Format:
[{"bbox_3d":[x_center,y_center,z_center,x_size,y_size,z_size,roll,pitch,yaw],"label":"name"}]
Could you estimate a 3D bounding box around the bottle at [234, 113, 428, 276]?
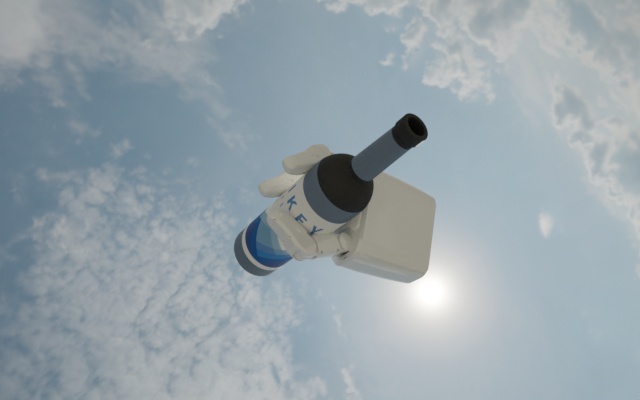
[{"bbox_3d":[0.000,0.002,0.506,0.069,0.069,0.296,0,-26,-37],"label":"bottle"}]
